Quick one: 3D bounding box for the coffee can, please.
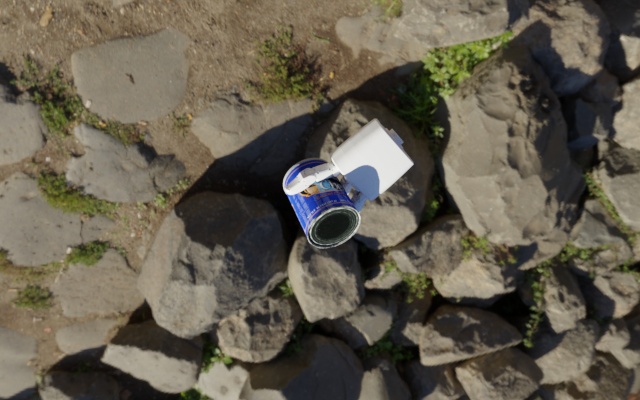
[{"bbox_3d":[0.000,0.003,0.885,0.103,0.103,0.140,0,41,-28],"label":"coffee can"}]
